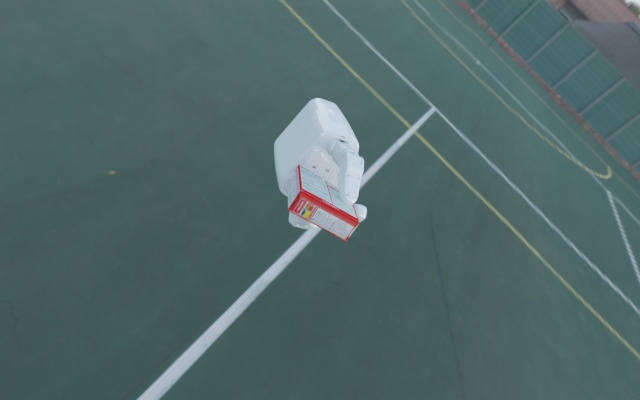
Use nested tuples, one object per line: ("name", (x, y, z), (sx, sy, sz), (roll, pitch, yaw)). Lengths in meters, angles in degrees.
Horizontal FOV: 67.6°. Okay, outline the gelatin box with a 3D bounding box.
("gelatin box", (0.000, 0.002, 0.533), (0.073, 0.030, 0.089), (29, 16, -15))
